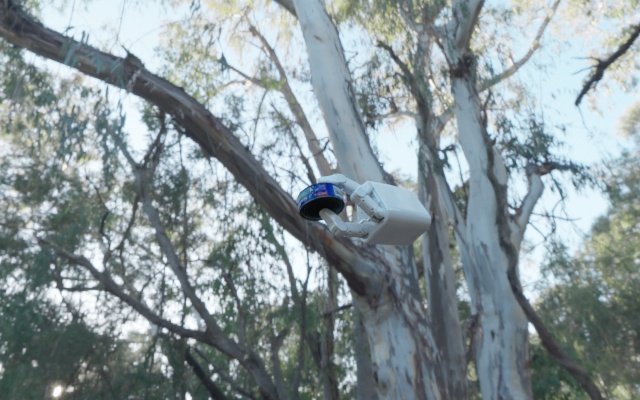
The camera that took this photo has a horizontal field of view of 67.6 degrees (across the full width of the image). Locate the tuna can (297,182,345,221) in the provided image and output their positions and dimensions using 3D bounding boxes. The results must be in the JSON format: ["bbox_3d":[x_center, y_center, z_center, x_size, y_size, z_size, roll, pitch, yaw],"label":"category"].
[{"bbox_3d":[0.000,0.002,0.889,0.086,0.033,0.086,-9,-31,-6],"label":"tuna can"}]
